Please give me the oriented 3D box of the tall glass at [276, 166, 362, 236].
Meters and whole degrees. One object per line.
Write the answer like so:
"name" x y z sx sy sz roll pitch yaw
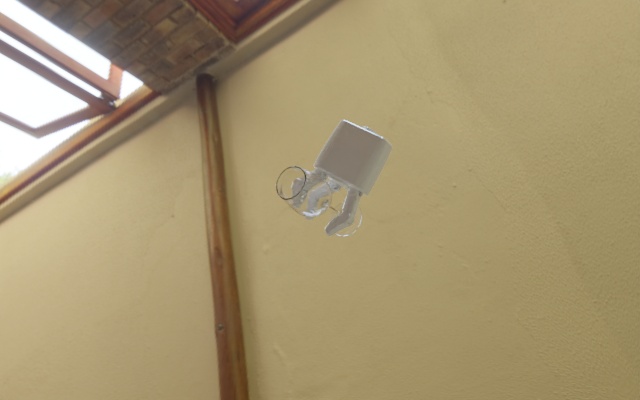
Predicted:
"tall glass" 0.000 0.003 0.890 0.079 0.079 0.201 0 -20 33
